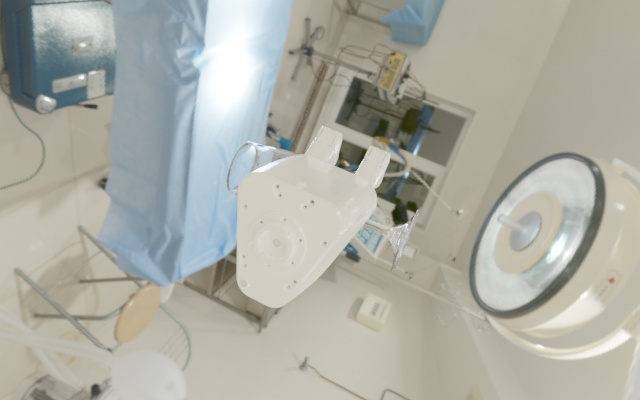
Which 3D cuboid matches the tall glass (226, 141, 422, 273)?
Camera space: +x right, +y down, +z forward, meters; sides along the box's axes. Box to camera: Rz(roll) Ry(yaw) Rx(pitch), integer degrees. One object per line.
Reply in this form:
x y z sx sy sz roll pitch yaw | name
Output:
0.001 0.002 0.512 0.201 0.079 0.079 24 5 13 | tall glass
